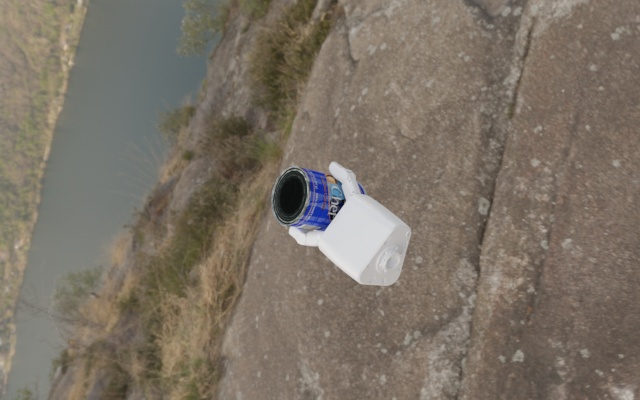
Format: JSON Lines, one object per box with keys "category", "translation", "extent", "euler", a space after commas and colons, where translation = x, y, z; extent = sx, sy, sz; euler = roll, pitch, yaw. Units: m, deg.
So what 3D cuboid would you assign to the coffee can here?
{"category": "coffee can", "translation": [0.000, 0.003, 0.838], "extent": [0.140, 0.103, 0.103], "euler": [12, -8, -41]}
